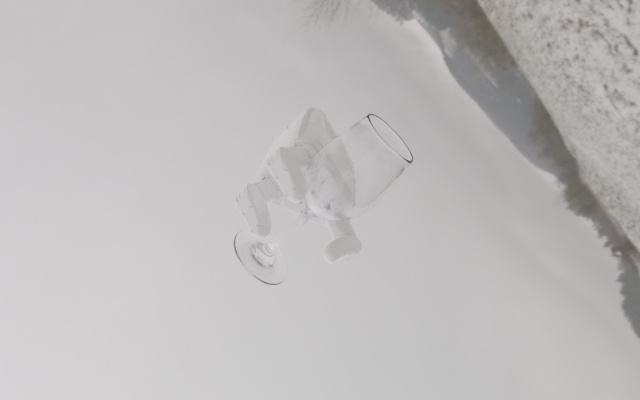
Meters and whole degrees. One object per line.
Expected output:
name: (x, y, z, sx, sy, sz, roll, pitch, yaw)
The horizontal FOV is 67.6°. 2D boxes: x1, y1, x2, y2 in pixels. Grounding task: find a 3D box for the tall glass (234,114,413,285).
tall glass: (0.000, 0.002, 0.492, 0.201, 0.079, 0.079, -42, -21, 25)
